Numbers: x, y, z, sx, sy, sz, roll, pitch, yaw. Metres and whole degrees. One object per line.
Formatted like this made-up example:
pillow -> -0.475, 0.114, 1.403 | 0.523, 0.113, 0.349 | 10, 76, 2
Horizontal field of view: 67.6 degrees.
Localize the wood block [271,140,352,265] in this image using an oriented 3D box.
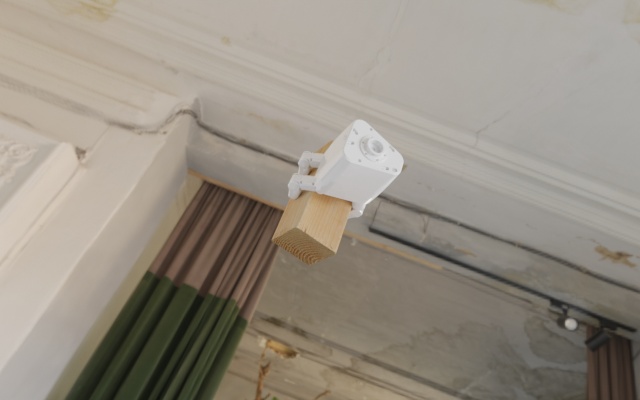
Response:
wood block -> 0.001, 0.003, 0.889 | 0.091, 0.206, 0.090 | 36, -37, -19
